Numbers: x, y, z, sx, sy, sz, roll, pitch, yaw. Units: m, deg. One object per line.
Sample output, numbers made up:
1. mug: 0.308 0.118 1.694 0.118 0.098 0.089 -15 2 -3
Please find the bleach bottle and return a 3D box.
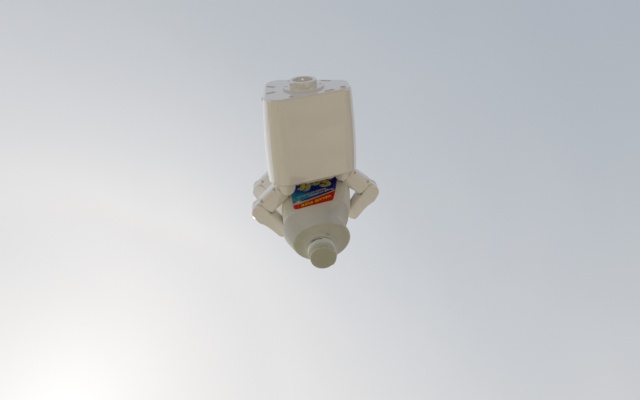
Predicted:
1. bleach bottle: 0.000 0.002 0.622 0.102 0.068 0.250 -5 29 -3
